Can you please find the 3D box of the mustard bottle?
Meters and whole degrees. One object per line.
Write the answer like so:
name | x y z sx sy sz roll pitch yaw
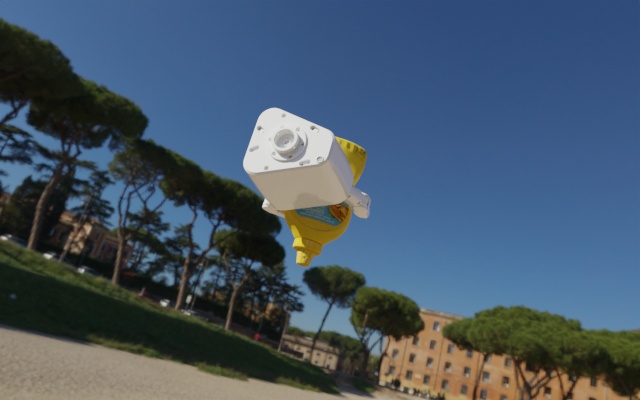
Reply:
mustard bottle | 0.000 0.002 0.691 0.096 0.191 0.058 18 -19 -5
